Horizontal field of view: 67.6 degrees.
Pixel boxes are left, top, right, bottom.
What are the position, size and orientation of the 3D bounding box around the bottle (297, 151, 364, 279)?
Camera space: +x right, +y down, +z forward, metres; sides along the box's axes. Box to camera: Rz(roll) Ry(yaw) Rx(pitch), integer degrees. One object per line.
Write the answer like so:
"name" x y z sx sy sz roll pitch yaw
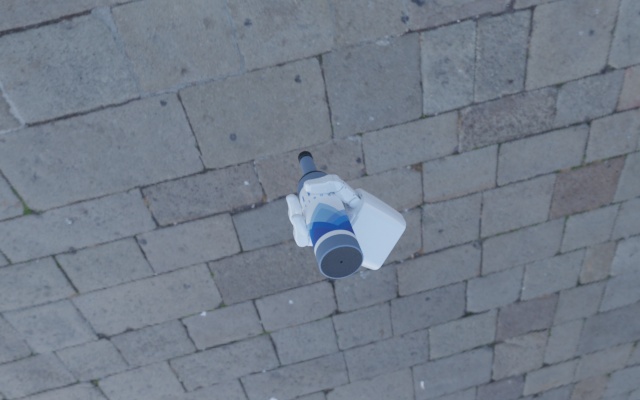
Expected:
"bottle" 0.000 0.003 0.799 0.069 0.069 0.295 0 36 -15
